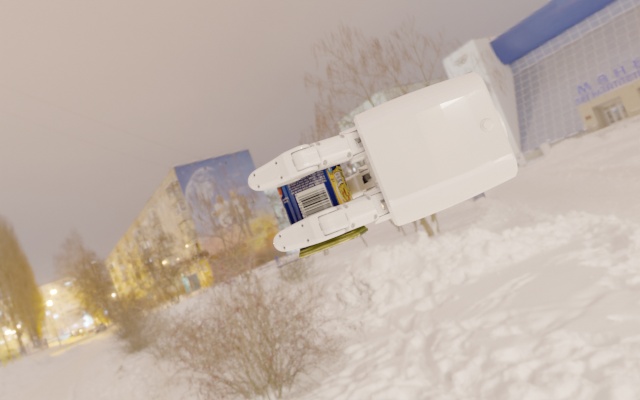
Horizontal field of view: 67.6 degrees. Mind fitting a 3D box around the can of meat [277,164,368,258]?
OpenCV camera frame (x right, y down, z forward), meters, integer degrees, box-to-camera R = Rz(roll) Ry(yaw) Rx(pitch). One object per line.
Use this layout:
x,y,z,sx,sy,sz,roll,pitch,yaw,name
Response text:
0.000,0.001,0.446,0.057,0.084,0.102,-21,-4,11,can of meat
